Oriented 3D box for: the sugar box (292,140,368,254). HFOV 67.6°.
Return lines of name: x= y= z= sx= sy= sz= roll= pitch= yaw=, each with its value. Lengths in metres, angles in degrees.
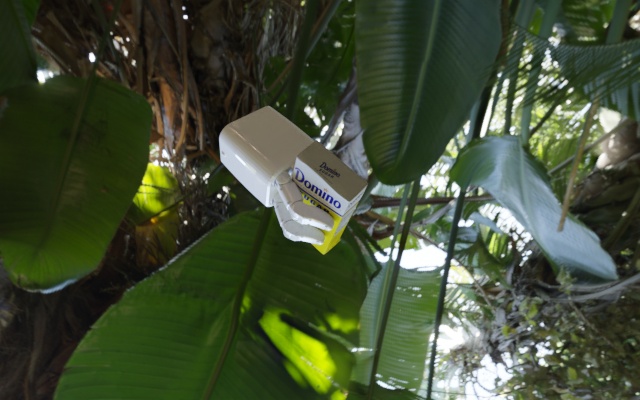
sugar box: x=0.000 y=0.003 z=0.674 sx=0.048 sy=0.093 sz=0.176 roll=-43 pitch=-14 yaw=-25
